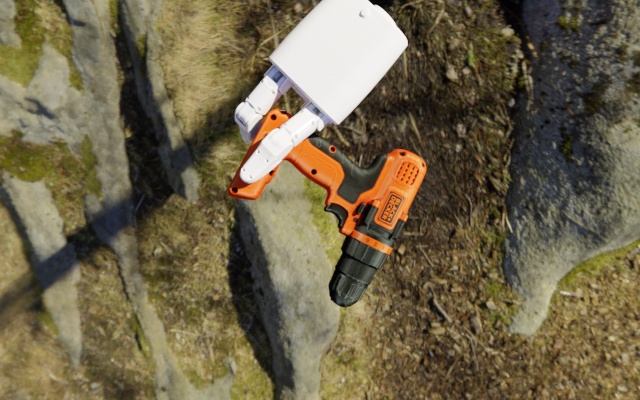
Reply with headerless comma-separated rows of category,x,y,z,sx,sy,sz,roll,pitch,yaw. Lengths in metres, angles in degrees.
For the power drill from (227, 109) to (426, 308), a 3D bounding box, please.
power drill,0.000,0.001,0.514,0.187,0.184,0.057,27,-3,-9
